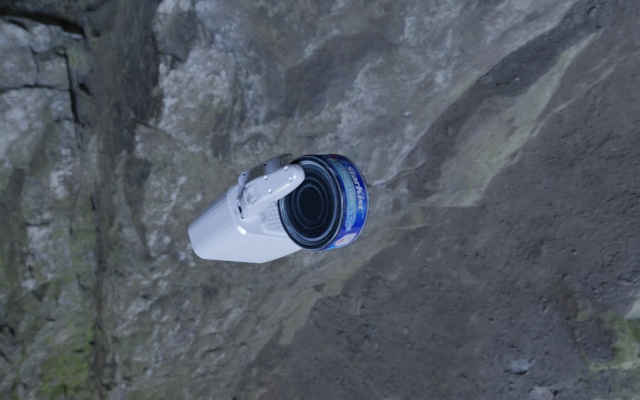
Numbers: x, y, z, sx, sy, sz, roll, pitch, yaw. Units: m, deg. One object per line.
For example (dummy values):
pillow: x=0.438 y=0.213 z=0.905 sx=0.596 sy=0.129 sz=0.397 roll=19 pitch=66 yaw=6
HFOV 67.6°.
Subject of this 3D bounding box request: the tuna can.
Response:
tuna can: x=0.000 y=0.001 z=0.423 sx=0.086 sy=0.086 sz=0.034 roll=0 pitch=4 yaw=45
